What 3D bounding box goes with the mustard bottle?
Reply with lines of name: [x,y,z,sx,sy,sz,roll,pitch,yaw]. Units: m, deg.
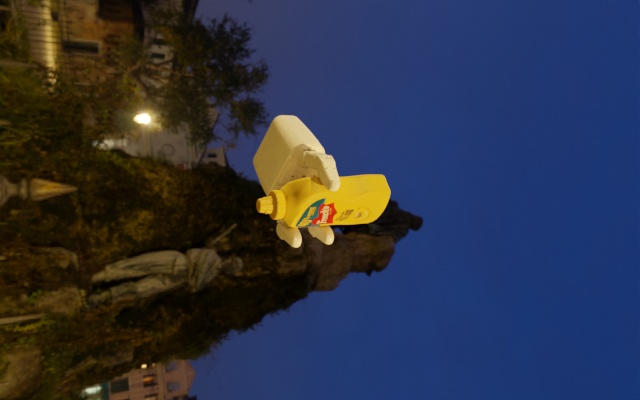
mustard bottle: [0.000,0.003,0.697,0.191,0.058,0.096,-2,-30,-26]
